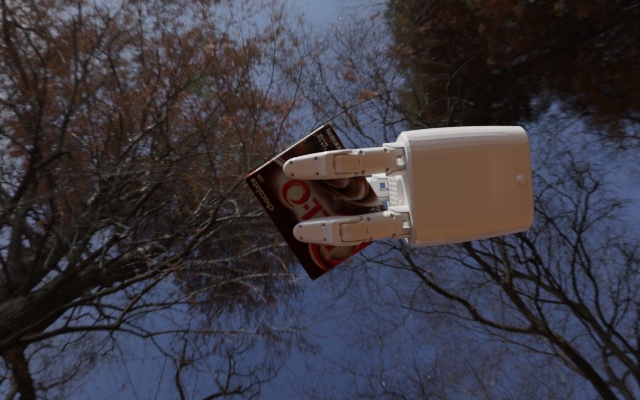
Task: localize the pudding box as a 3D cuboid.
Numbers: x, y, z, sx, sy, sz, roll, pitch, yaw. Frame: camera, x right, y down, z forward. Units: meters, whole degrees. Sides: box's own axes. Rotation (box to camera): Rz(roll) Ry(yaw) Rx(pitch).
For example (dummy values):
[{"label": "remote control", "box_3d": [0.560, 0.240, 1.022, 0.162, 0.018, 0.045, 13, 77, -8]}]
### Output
[{"label": "pudding box", "box_3d": [0.000, 0.001, 0.432, 0.090, 0.113, 0.039, -33, 4, 1]}]
